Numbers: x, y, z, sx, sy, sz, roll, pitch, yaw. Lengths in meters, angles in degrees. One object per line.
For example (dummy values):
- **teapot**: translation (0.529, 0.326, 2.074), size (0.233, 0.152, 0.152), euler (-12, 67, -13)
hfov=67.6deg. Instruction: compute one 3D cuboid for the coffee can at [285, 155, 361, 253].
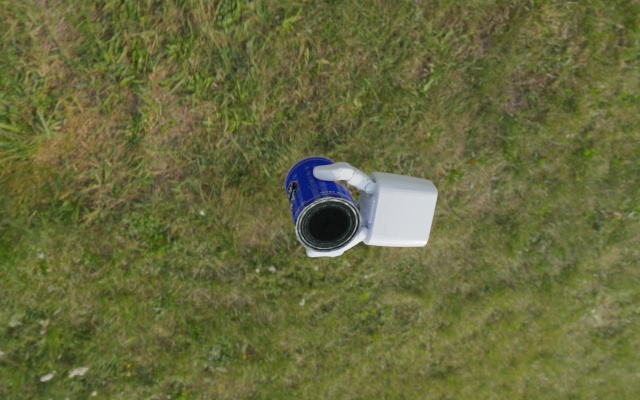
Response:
- **coffee can**: translation (0.000, 0.002, 0.780), size (0.103, 0.103, 0.140), euler (0, 31, -12)
